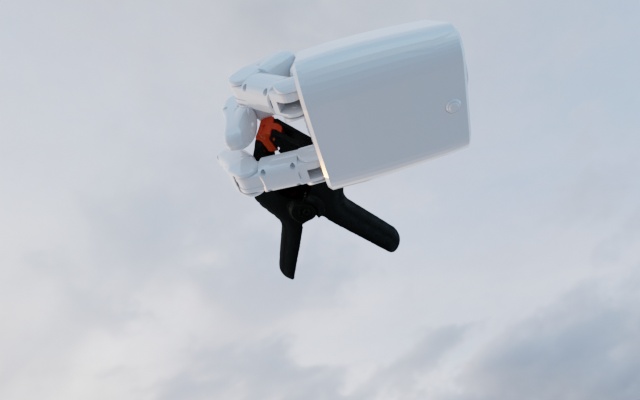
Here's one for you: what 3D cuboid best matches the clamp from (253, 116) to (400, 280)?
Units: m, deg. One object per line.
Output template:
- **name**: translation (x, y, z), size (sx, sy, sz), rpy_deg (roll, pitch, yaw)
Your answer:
- **clamp**: translation (0.000, 0.001, 0.417), size (0.120, 0.172, 0.039), rpy_deg (-14, 40, 6)
